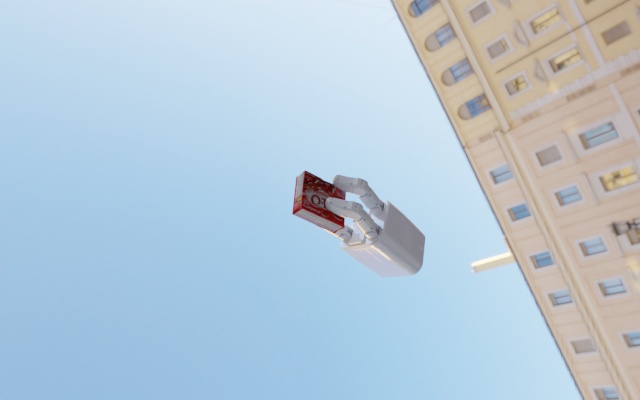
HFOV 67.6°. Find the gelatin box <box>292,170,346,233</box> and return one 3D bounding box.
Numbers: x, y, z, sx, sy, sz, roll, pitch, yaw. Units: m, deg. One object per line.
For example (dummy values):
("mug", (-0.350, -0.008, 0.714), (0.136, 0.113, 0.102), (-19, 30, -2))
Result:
("gelatin box", (0.000, 0.003, 0.771), (0.089, 0.073, 0.030), (26, -39, -28))
